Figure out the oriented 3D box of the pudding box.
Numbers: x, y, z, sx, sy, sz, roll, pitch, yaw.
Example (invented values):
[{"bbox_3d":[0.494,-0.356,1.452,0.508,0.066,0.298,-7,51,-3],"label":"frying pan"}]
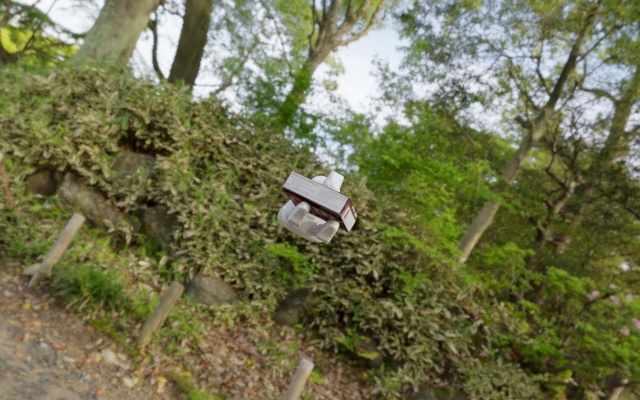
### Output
[{"bbox_3d":[0.000,0.002,0.783,0.113,0.039,0.090,23,-13,20],"label":"pudding box"}]
